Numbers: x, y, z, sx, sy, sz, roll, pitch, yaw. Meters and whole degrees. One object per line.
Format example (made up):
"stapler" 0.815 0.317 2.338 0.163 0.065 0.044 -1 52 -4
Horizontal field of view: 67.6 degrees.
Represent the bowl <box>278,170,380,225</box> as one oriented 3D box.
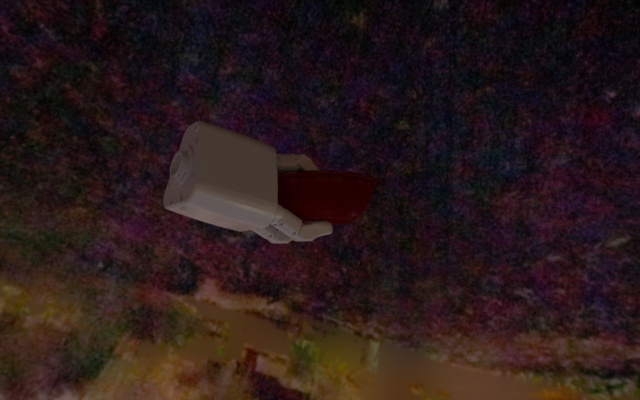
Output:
"bowl" 0.001 0.003 0.651 0.162 0.055 0.162 -1 -9 0
